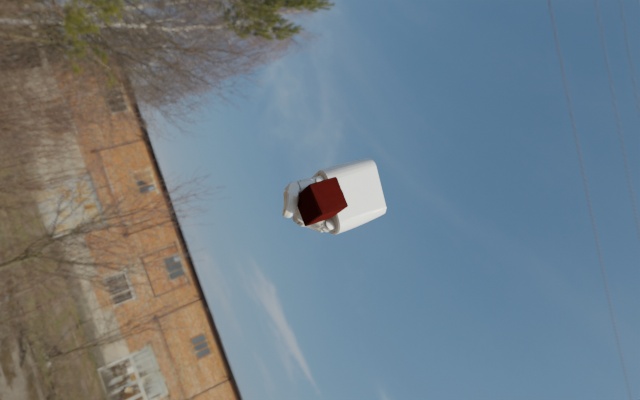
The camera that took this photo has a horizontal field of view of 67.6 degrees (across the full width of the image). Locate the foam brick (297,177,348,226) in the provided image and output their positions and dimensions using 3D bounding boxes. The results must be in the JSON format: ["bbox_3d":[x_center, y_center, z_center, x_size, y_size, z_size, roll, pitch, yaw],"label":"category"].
[{"bbox_3d":[0.000,0.003,0.772,0.051,0.053,0.078,-17,-9,-25],"label":"foam brick"}]
